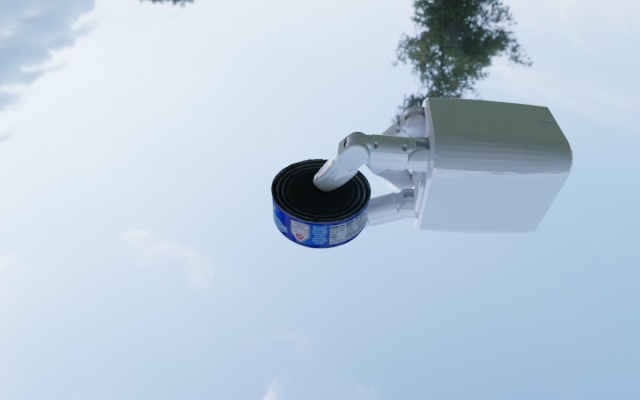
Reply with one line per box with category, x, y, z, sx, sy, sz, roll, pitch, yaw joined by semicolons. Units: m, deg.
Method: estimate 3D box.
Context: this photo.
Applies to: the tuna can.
tuna can;0.000;0.002;0.418;0.086;0.034;0.086;1;41;-1
